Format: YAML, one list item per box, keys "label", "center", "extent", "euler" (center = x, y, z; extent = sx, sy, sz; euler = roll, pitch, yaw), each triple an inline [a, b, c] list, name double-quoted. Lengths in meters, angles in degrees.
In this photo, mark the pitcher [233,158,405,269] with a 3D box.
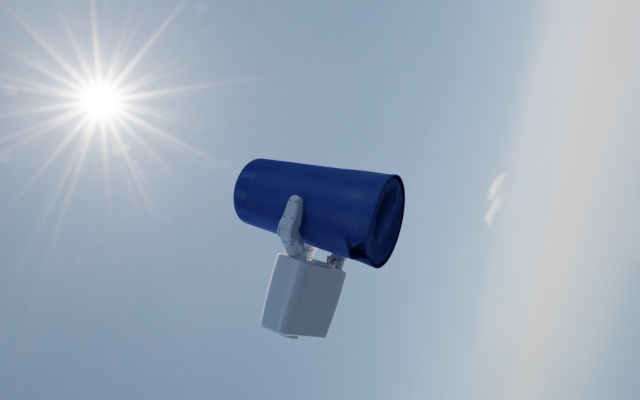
- label: "pitcher"
  center: [0.000, 0.003, 0.719]
  extent: [0.243, 0.145, 0.149]
  euler: [13, -5, 27]
